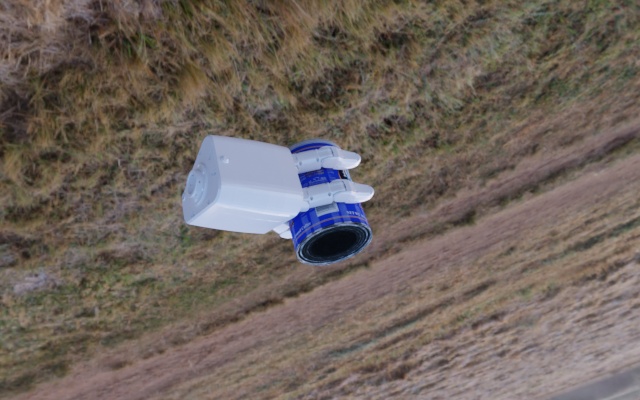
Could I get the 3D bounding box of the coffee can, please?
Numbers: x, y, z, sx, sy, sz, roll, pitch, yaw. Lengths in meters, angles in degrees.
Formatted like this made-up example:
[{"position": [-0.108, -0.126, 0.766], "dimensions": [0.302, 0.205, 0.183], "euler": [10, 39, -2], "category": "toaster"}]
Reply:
[{"position": [0.000, 0.002, 0.649], "dimensions": [0.103, 0.140, 0.103], "euler": [-13, -33, -8], "category": "coffee can"}]
